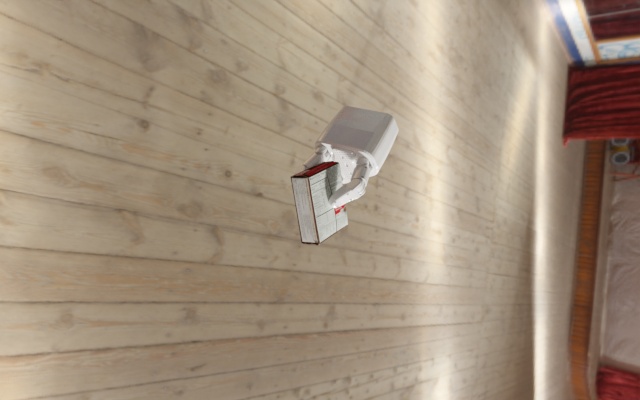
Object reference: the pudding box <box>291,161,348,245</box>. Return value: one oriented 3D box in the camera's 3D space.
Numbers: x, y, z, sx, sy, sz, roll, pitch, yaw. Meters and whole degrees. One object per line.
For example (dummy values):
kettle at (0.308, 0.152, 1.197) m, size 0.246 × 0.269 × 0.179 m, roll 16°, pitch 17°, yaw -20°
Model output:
pudding box at (0.000, 0.002, 0.754) m, size 0.039 × 0.113 × 0.090 m, roll 1°, pitch 19°, yaw 37°
